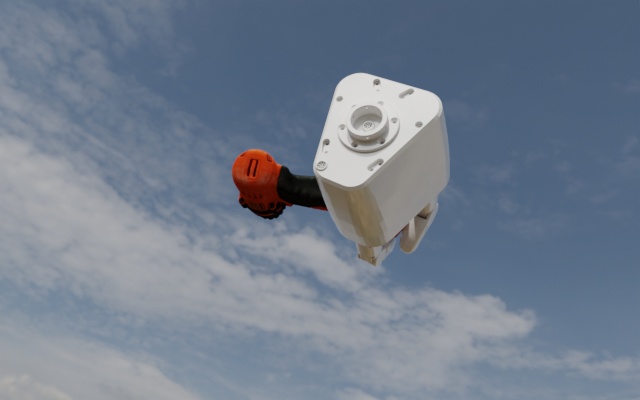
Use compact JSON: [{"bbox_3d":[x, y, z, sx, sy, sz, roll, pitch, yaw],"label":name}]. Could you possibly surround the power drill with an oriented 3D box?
[{"bbox_3d":[0.001,0.002,0.547,0.187,0.057,0.184,9,-11,2],"label":"power drill"}]
